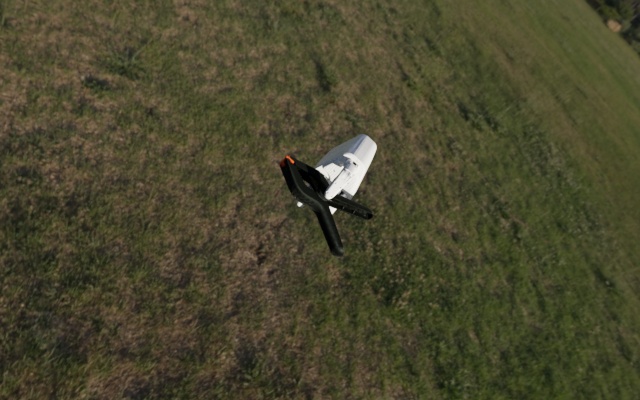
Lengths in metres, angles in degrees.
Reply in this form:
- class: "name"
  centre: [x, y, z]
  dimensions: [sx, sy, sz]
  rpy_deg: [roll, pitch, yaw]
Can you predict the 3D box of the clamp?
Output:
- class: "clamp"
  centre: [0.000, 0.002, 0.893]
  dimensions: [0.036, 0.210, 0.164]
  rpy_deg: [-44, 6, 36]
